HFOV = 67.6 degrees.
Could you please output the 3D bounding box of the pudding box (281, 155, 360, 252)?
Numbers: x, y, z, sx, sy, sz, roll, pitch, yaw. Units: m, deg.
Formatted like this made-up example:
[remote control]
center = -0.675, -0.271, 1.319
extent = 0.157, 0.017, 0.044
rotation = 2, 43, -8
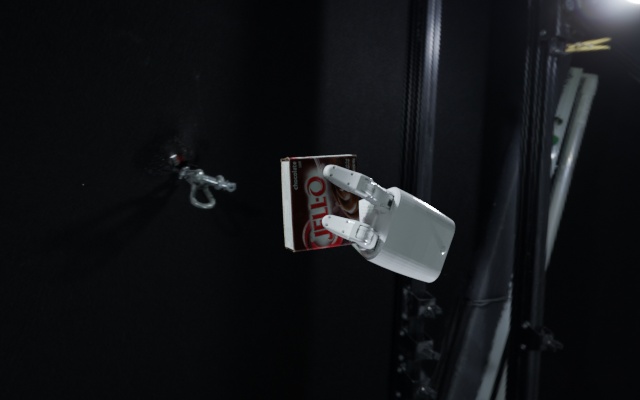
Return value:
[pudding box]
center = 0.000, 0.002, 0.586
extent = 0.090, 0.113, 0.039
rotation = -6, 4, -25
